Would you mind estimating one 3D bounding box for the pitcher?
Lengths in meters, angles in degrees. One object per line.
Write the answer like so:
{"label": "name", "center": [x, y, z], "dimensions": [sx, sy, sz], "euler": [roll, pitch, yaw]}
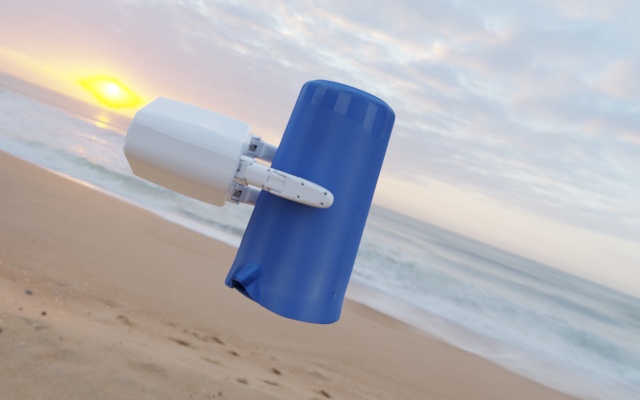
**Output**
{"label": "pitcher", "center": [0.000, 0.002, 0.532], "dimensions": [0.145, 0.243, 0.149], "euler": [19, 2, -9]}
